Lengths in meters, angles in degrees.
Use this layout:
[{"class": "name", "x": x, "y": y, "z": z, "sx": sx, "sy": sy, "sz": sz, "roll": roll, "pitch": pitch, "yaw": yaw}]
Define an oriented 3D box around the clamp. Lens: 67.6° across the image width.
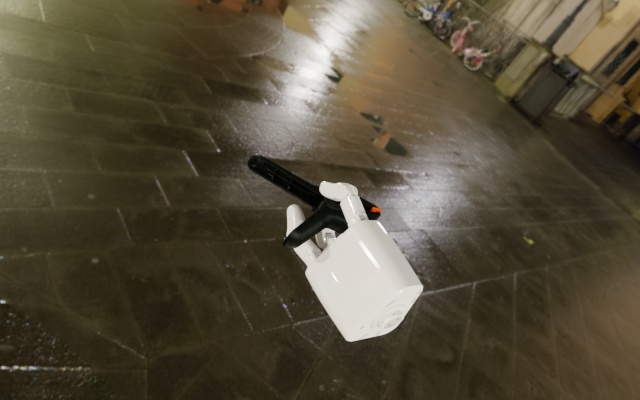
[{"class": "clamp", "x": 0.001, "y": 0.002, "z": 0.674, "sx": 0.210, "sy": 0.036, "sz": 0.164, "roll": 5, "pitch": 41, "yaw": -43}]
